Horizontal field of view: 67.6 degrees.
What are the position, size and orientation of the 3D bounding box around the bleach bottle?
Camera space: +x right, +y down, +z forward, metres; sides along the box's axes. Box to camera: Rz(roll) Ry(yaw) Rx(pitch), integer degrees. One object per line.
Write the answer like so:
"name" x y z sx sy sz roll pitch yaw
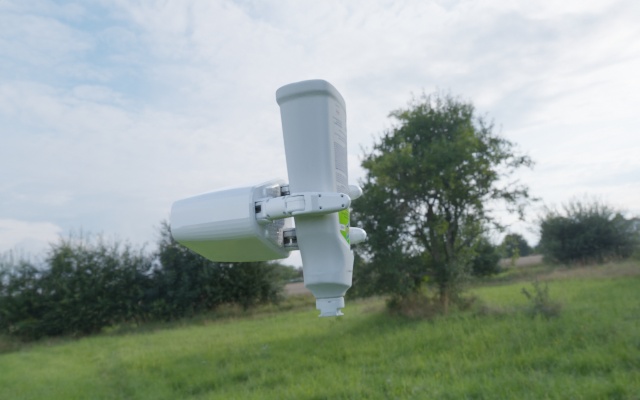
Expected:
"bleach bottle" 0.000 0.002 0.535 0.068 0.250 0.102 -7 -10 19
